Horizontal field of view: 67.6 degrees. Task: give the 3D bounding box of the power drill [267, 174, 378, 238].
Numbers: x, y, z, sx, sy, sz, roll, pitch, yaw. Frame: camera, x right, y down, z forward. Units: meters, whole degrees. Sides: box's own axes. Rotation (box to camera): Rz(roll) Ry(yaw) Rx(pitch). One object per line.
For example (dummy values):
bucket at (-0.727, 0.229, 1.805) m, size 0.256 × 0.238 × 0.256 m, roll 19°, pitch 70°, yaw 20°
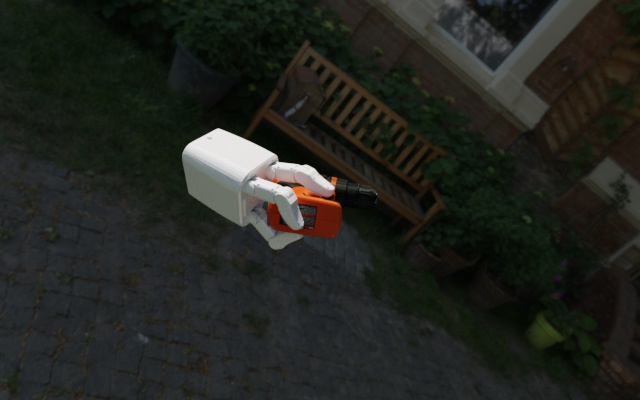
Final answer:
power drill at (0.000, 0.002, 0.746) m, size 0.184 × 0.057 × 0.187 m, roll 7°, pitch 14°, yaw 3°
